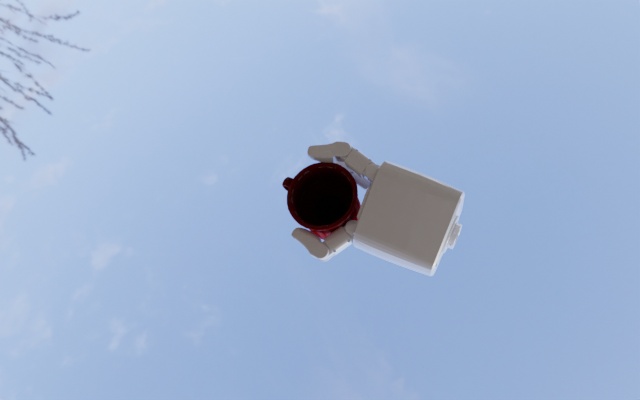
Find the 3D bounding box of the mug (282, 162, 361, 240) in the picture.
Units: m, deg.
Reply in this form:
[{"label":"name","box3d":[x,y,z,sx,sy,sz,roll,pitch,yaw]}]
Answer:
[{"label":"mug","box3d":[-0.001,0.002,0.646,0.117,0.093,0.081,23,-12,20]}]
